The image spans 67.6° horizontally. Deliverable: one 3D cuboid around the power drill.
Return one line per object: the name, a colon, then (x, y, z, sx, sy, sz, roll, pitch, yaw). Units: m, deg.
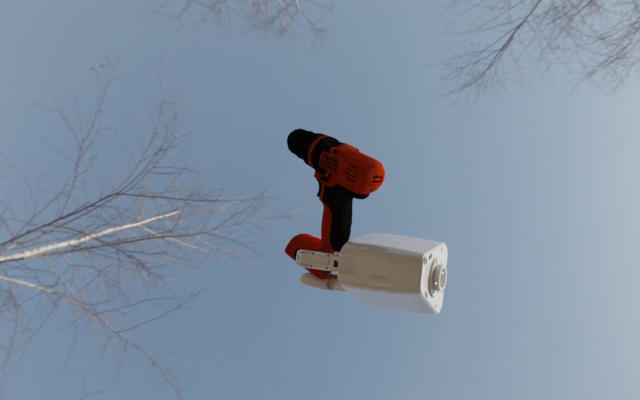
power drill: (0.000, 0.003, 0.680, 0.057, 0.188, 0.184, -6, 25, -38)
